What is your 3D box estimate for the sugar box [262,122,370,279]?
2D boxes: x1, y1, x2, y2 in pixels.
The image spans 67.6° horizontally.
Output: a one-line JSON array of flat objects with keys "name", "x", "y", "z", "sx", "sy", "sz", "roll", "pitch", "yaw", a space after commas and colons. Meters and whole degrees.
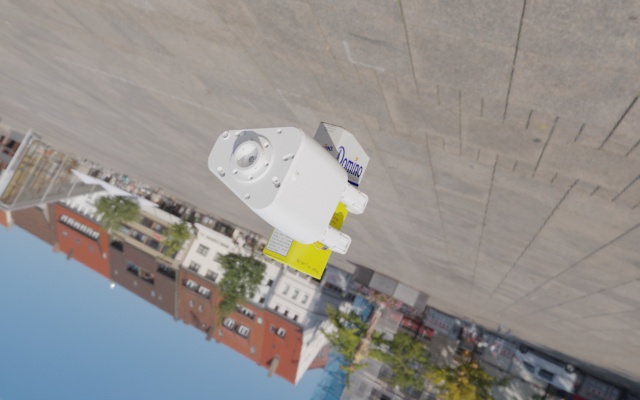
[{"name": "sugar box", "x": 0.000, "y": 0.002, "z": 0.596, "sx": 0.048, "sy": 0.176, "sz": 0.093, "roll": 20, "pitch": -10, "yaw": 30}]
